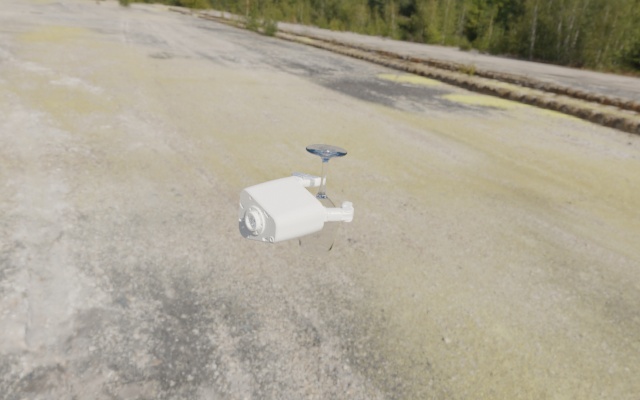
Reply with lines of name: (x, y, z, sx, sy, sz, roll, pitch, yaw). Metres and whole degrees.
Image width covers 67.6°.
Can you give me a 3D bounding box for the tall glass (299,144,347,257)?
tall glass: (0.000, 0.002, 0.882, 0.079, 0.201, 0.079, 5, 22, -2)
